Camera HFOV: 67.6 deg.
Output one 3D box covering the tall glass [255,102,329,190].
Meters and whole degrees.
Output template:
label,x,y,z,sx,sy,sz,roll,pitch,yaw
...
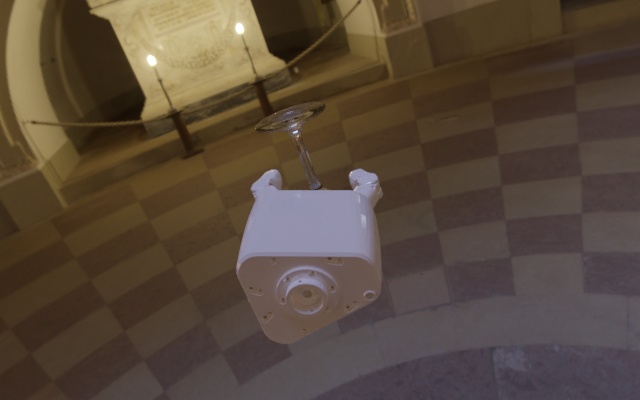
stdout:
label,x,y,z,sx,sy,sz,roll,pitch,yaw
tall glass,0.000,0.001,0.516,0.079,0.201,0.079,-16,24,8
